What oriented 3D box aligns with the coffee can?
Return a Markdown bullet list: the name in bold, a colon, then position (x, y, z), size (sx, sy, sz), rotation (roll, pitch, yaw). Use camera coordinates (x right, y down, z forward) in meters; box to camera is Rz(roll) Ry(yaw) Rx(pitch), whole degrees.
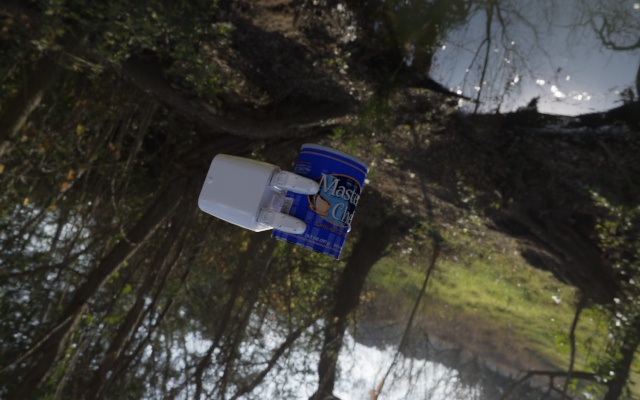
- **coffee can**: position (0.000, 0.002, 0.682), size (0.103, 0.140, 0.103), rotation (19, -6, 2)
